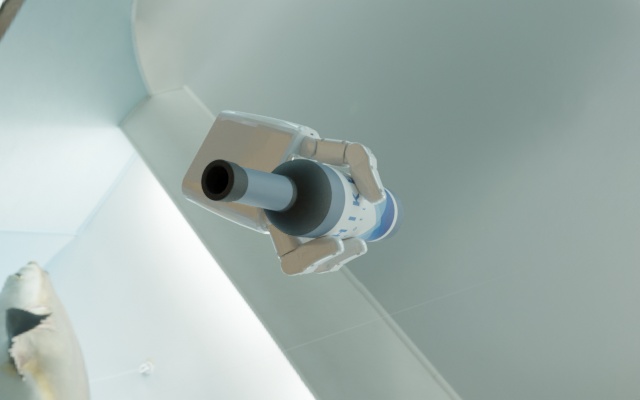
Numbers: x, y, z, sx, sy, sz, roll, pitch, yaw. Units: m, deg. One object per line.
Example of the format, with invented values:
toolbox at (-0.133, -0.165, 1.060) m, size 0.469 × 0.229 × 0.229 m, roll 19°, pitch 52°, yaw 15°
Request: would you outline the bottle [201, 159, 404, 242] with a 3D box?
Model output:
bottle at (0.000, 0.001, 0.438) m, size 0.069 × 0.069 × 0.296 m, roll 0°, pitch -6°, yaw 27°
